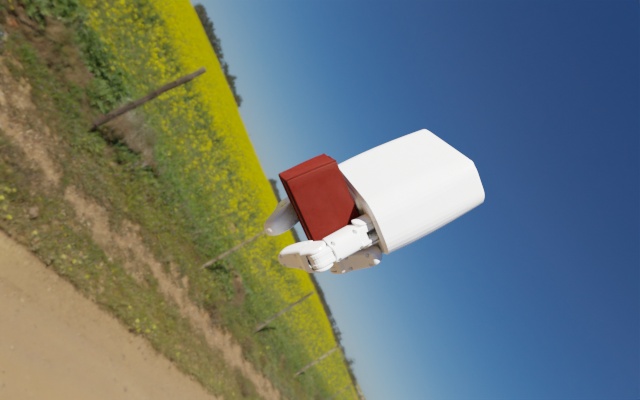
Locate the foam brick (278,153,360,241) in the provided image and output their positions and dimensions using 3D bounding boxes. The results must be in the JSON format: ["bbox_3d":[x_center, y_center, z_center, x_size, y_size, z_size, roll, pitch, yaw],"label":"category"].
[{"bbox_3d":[0.000,0.001,0.453,0.051,0.078,0.053,-25,17,-5],"label":"foam brick"}]
